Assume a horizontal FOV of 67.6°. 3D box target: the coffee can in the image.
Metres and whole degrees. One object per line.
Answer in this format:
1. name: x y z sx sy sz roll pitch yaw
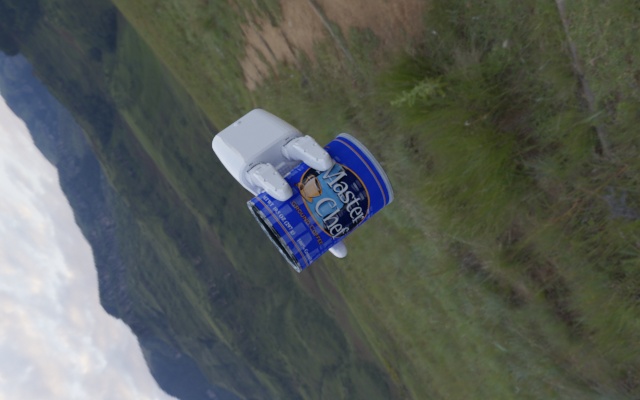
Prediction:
1. coffee can: 0.000 0.002 0.562 0.140 0.103 0.103 -37 8 -11
